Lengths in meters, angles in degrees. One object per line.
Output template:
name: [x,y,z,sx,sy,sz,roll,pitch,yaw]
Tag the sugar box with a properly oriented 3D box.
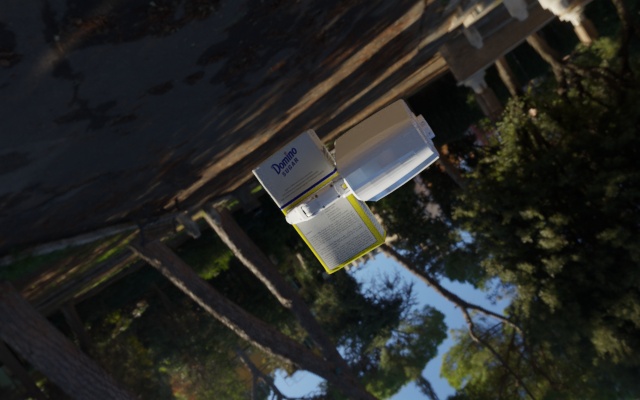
sugar box: [0.000,0.002,0.636,0.093,0.176,0.048,-33,5,17]
